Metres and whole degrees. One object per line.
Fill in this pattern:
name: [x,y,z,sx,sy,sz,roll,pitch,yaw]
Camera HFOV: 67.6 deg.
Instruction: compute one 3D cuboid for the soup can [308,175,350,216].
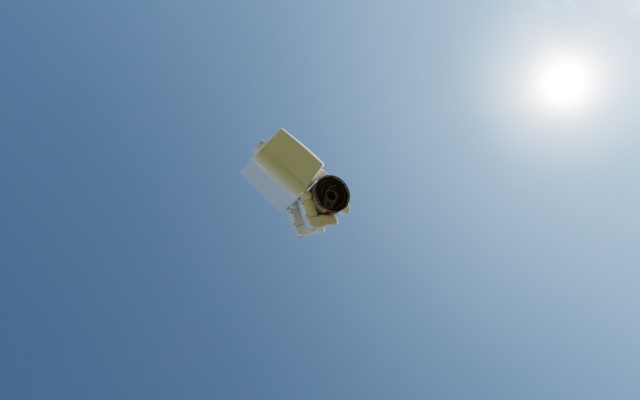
soup can: [0.000,0.003,0.872,0.068,0.068,0.102,0,-18,-27]
